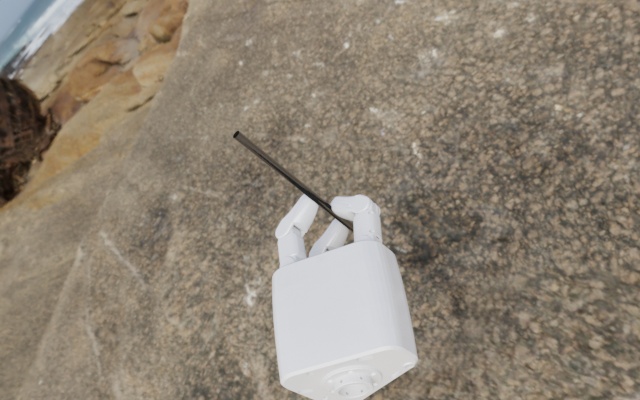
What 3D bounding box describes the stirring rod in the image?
[{"bbox_3d":[0.000,0.002,0.497,0.011,0.011,0.240,0,-30,46],"label":"stirring rod"}]
